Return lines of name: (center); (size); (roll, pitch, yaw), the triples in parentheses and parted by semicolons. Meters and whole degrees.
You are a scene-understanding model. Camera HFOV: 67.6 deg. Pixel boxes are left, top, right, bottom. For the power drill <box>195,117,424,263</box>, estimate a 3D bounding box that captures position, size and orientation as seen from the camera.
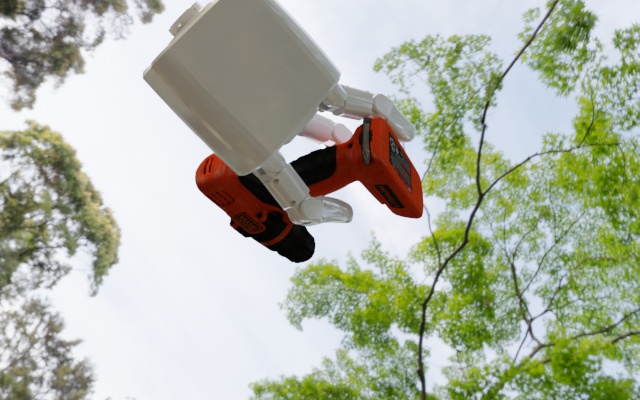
power drill: (0.000, 0.001, 0.468); (0.187, 0.057, 0.184); (-16, -37, 24)
